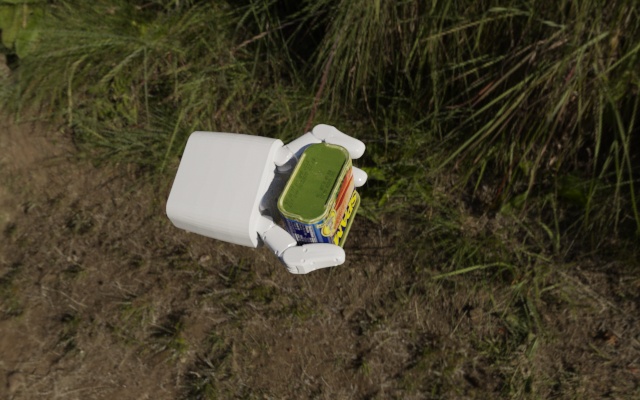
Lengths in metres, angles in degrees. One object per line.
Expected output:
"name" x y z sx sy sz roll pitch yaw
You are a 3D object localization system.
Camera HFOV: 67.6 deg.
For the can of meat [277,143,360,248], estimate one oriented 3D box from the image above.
"can of meat" 0.000 0.002 0.502 0.057 0.102 0.084 14 -30 19
